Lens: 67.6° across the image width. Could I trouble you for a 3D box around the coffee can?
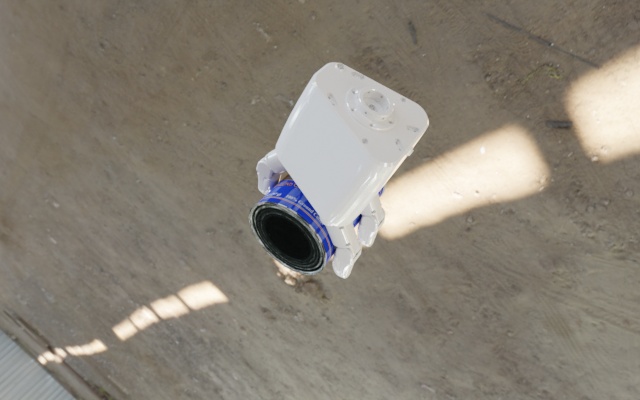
[{"bbox_3d":[0.000,0.002,0.559,0.103,0.103,0.140,0,37,42],"label":"coffee can"}]
